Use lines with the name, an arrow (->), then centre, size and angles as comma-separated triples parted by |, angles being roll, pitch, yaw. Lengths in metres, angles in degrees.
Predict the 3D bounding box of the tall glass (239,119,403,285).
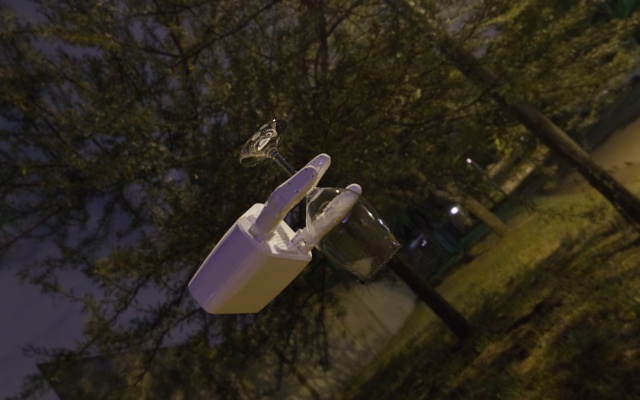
tall glass -> 0.000, 0.001, 0.541 | 0.201, 0.079, 0.079 | 45, 13, 13
